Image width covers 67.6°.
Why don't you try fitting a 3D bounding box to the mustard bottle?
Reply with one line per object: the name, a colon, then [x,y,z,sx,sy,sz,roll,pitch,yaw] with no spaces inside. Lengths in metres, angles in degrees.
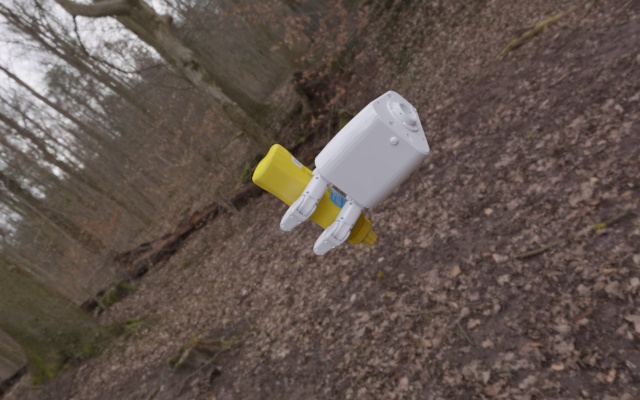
mustard bottle: [0.000,0.002,0.654,0.191,0.058,0.096,36,10,-13]
